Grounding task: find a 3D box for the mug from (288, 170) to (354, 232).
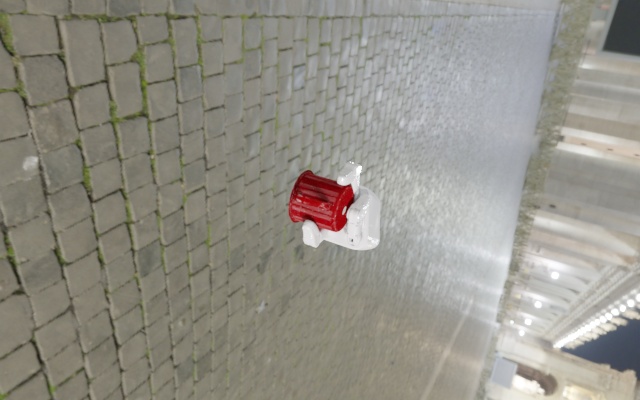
[{"bbox_3d":[0.000,0.002,0.782,0.081,0.093,0.117,17,0,21],"label":"mug"}]
